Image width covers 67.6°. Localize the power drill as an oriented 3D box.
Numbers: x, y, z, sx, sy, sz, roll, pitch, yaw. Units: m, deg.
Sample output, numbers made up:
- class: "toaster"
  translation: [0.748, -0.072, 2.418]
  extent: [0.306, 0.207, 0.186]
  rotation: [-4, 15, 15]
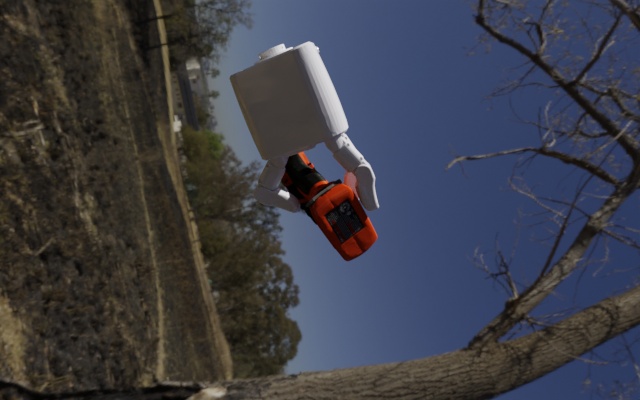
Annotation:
- class: "power drill"
  translation: [0.000, 0.002, 0.647]
  extent: [0.057, 0.184, 0.187]
  rotation: [-39, 37, -5]
